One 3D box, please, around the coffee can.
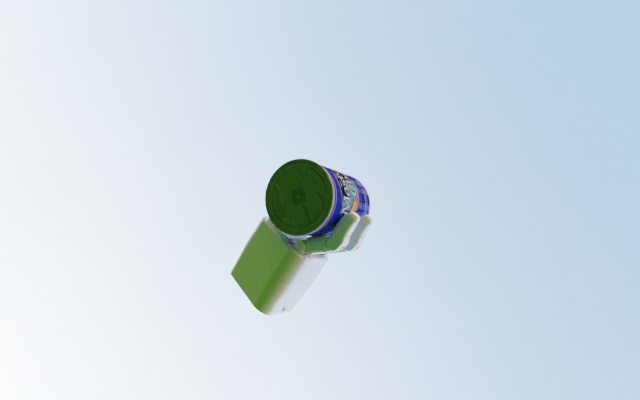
[{"bbox_3d":[0.000,0.002,0.689,0.103,0.103,0.140,0,-6,26],"label":"coffee can"}]
